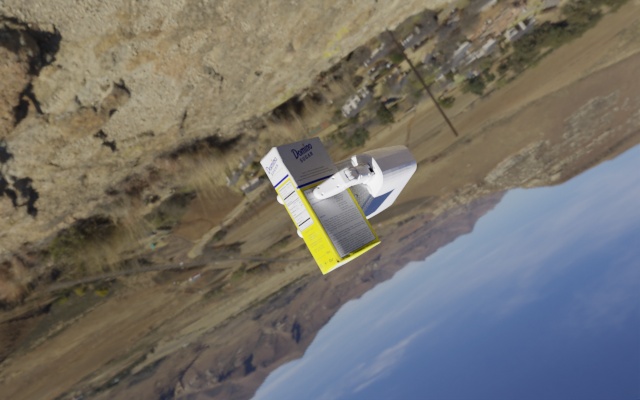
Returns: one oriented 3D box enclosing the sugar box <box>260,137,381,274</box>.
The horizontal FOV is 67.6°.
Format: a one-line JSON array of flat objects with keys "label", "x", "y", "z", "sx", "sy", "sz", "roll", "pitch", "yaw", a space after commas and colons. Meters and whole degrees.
[{"label": "sugar box", "x": 0.000, "y": 0.002, "z": 0.654, "sx": 0.093, "sy": 0.176, "sz": 0.048, "roll": -20, "pitch": -15, "yaw": -46}]
